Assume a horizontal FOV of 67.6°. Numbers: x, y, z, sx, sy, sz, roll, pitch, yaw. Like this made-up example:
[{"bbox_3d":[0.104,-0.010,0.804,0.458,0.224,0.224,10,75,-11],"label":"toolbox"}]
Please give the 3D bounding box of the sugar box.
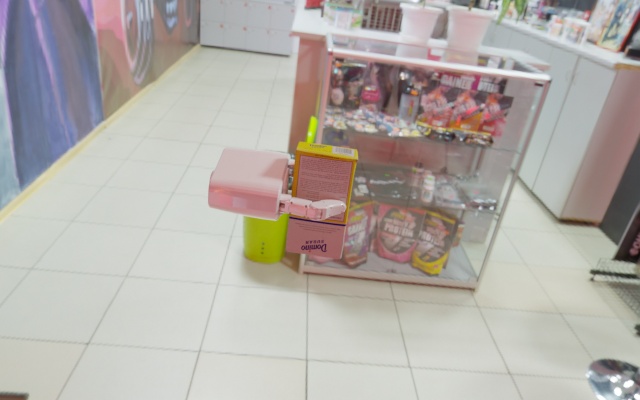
[{"bbox_3d":[0.000,0.002,0.748,0.093,0.176,0.048,9,28,1],"label":"sugar box"}]
